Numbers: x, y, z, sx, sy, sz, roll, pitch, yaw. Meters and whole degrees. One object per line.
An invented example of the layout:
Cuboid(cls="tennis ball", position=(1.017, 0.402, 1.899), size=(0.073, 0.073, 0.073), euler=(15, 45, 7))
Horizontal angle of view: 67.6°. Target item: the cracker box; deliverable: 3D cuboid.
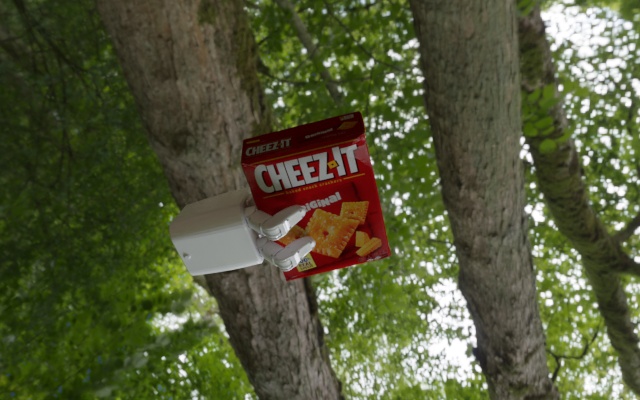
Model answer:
Cuboid(cls="cracker box", position=(0.000, 0.002, 0.668), size=(0.164, 0.214, 0.072), euler=(-13, 34, 5))
